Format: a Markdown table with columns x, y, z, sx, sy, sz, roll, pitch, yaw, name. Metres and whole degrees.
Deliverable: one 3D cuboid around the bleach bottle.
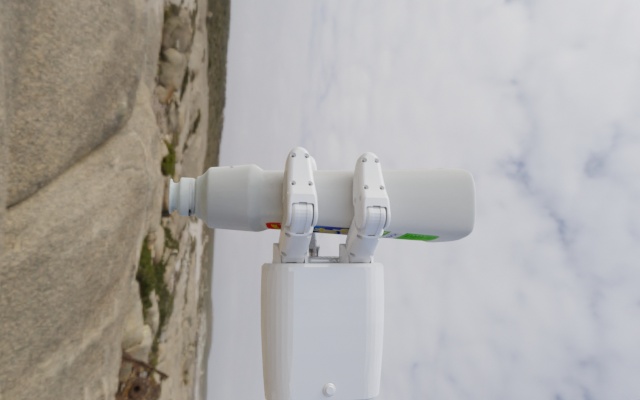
| x | y | z | sx | sy | sz | roll | pitch | yaw | name |
| --- | --- | --- | --- | --- | --- | --- | --- | --- | --- |
| 0.000 | 0.001 | 0.417 | 0.251 | 0.068 | 0.102 | 2 | -6 | -13 | bleach bottle |
